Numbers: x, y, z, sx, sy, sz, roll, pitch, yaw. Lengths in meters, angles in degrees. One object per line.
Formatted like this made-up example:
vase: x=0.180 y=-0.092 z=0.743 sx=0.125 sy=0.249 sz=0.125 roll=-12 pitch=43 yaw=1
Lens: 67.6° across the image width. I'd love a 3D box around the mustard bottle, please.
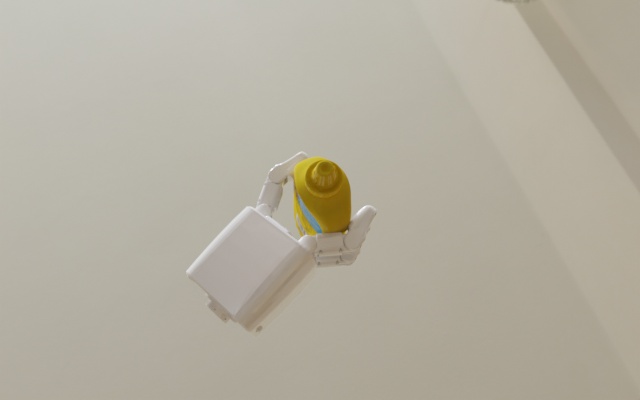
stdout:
mustard bottle: x=0.000 y=0.002 z=0.572 sx=0.058 sy=0.096 sz=0.192 roll=-22 pitch=-19 yaw=-10
